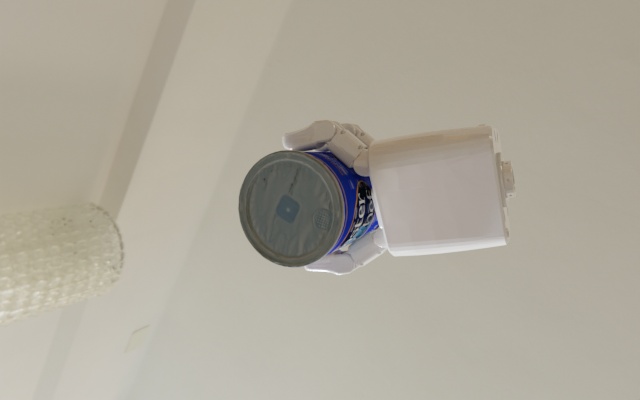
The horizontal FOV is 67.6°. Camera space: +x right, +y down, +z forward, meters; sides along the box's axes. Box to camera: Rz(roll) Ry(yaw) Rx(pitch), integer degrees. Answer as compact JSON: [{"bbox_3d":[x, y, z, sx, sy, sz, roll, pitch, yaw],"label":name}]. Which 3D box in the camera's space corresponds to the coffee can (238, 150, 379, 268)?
[{"bbox_3d":[0.000,0.002,0.475,0.103,0.103,0.140,0,5,25],"label":"coffee can"}]
